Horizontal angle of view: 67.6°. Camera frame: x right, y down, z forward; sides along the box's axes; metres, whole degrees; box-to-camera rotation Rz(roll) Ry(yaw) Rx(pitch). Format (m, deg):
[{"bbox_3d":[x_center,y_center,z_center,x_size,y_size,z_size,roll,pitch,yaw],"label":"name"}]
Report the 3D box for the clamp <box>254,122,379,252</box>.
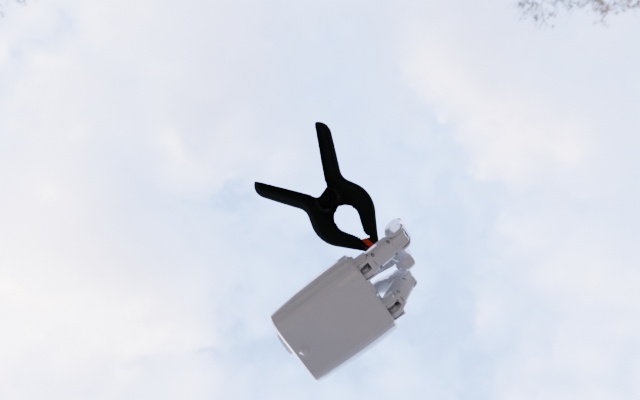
[{"bbox_3d":[0.000,0.002,0.579,0.120,0.171,0.039,-37,-16,12],"label":"clamp"}]
